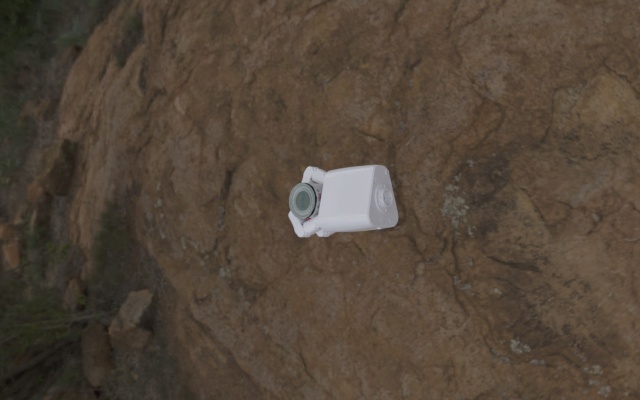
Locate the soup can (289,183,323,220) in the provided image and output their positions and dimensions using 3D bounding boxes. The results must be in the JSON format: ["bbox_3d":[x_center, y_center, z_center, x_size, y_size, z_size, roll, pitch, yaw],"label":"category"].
[{"bbox_3d":[0.000,0.003,0.886,0.068,0.068,0.102,0,-2,41],"label":"soup can"}]
